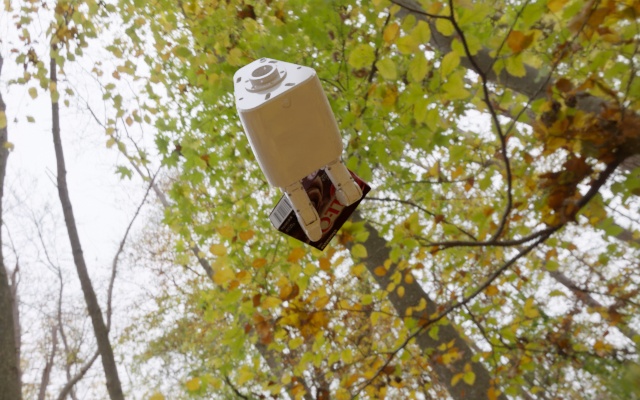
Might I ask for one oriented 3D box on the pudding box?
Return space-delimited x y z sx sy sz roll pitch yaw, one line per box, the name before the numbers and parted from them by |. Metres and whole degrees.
pudding box | 0.000 0.002 0.621 0.090 0.113 0.039 30 12 -42
